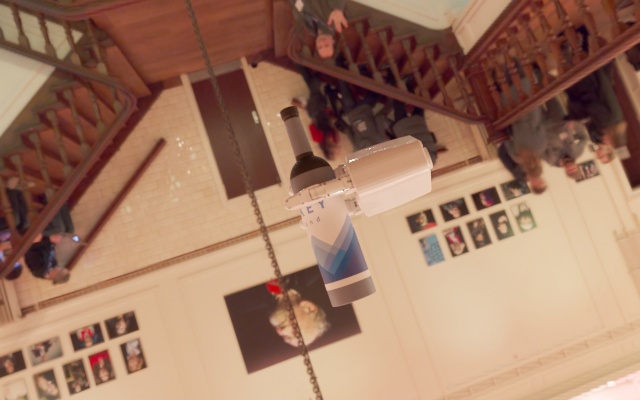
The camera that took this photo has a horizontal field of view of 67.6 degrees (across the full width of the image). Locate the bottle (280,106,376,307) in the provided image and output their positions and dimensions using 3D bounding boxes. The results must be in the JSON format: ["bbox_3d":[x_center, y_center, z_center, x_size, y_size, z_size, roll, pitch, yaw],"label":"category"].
[{"bbox_3d":[0.000,0.003,0.696,0.069,0.295,0.069,-19,-6,-2],"label":"bottle"}]
